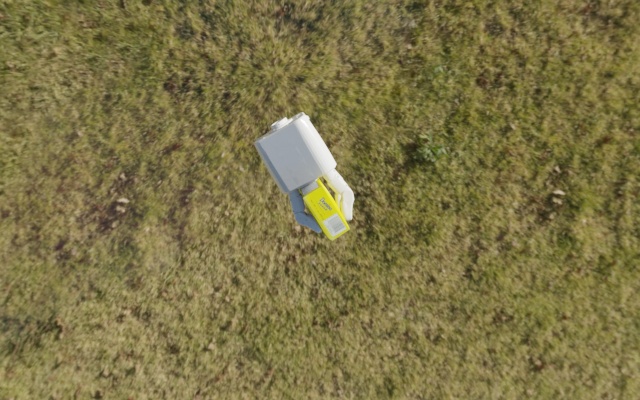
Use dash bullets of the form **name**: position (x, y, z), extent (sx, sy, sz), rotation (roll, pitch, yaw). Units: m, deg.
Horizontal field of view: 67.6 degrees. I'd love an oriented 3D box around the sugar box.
- **sugar box**: position (0.001, 0.002, 0.877), extent (0.048, 0.093, 0.176), rotation (-31, 15, 3)
